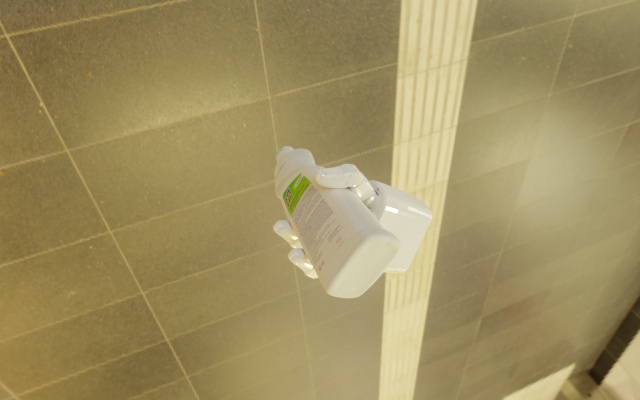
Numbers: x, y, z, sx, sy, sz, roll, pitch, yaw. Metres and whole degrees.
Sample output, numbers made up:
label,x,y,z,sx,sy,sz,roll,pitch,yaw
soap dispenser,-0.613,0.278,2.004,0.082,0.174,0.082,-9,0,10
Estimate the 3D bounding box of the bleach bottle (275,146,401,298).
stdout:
label,x,y,z,sx,sy,sz,roll,pitch,yaw
bleach bottle,0.000,0.002,0.620,0.068,0.102,0.250,17,29,-39
